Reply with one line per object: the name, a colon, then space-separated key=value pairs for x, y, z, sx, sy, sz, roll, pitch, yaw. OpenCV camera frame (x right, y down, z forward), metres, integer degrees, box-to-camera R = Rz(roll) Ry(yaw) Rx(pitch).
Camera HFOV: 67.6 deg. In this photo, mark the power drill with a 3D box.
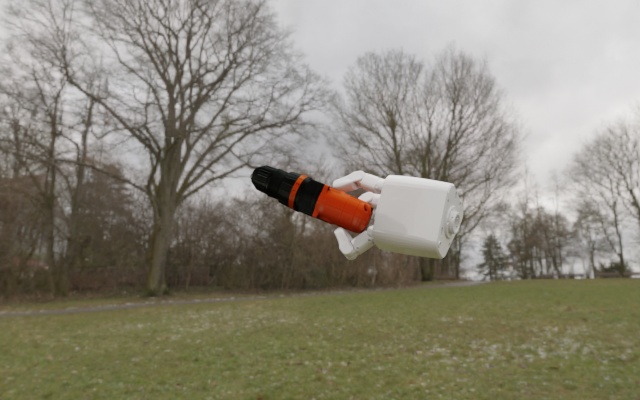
power drill: x=0.001 y=0.003 z=0.742 sx=0.184 sy=0.057 sz=0.187 roll=24 pitch=2 yaw=16
